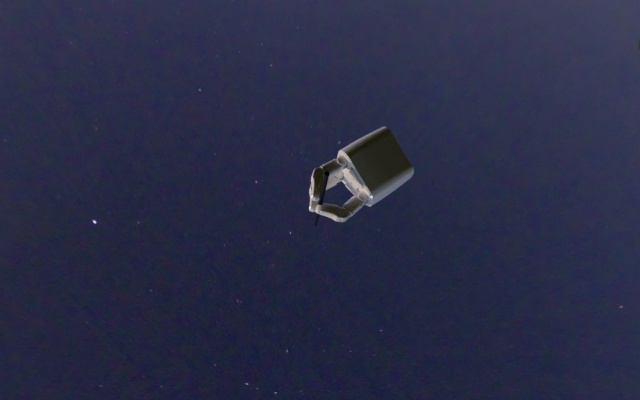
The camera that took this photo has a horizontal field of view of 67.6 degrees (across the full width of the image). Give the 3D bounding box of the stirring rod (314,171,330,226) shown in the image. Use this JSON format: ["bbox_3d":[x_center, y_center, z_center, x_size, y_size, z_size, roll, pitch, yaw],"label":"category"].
[{"bbox_3d":[0.000,0.003,0.852,0.011,0.011,0.240,0,-22,-5],"label":"stirring rod"}]
